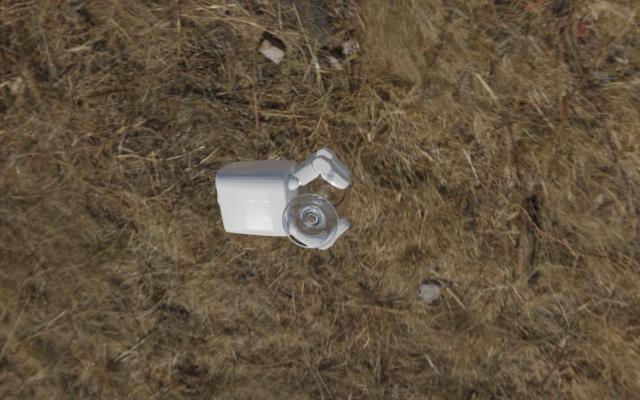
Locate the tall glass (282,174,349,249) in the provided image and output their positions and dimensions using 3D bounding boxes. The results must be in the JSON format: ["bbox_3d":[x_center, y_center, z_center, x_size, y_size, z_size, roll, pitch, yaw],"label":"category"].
[{"bbox_3d":[0.000,0.003,0.711,0.079,0.079,0.201,0,15,9],"label":"tall glass"}]
